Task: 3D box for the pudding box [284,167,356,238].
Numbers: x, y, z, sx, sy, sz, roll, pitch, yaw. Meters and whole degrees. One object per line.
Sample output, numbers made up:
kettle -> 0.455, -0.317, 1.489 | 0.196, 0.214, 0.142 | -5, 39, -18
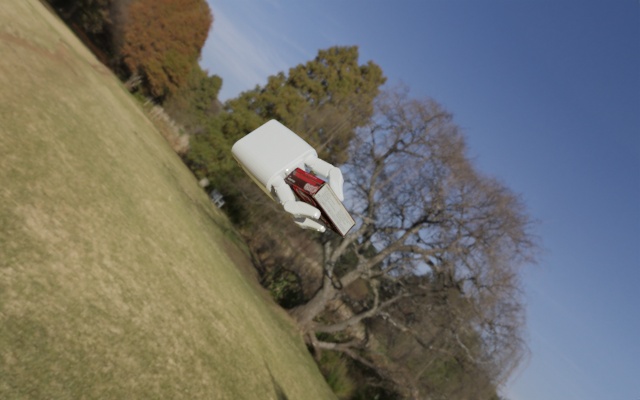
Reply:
pudding box -> 0.000, 0.002, 0.803 | 0.090, 0.039, 0.113 | 32, -15, 51
